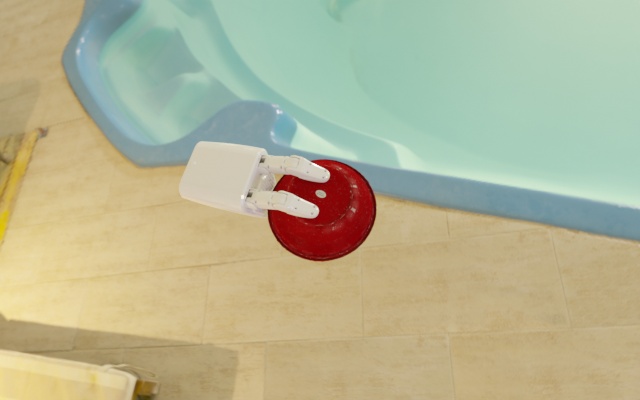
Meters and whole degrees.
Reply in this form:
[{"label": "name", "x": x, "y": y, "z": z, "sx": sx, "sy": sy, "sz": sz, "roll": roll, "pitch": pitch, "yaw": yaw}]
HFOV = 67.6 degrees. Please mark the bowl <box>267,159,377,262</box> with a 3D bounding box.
[{"label": "bowl", "x": 0.001, "y": 0.002, "z": 0.680, "sx": 0.162, "sy": 0.162, "sz": 0.055, "roll": 0, "pitch": -22, "yaw": 4}]
